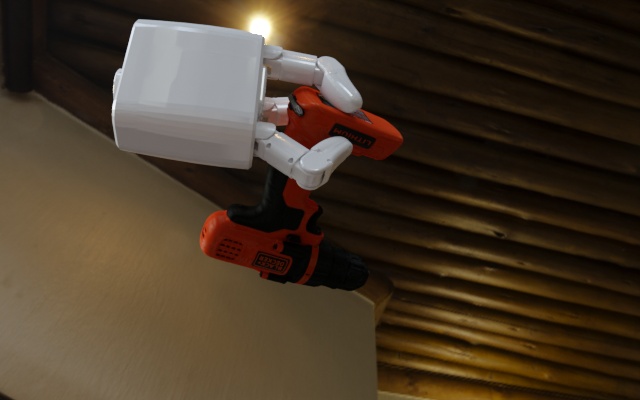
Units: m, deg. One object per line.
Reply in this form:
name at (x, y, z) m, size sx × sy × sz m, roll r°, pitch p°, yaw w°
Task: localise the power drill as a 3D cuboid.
power drill at (0.000, 0.001, 0.459) m, size 0.184 × 0.188 × 0.057 m, roll 18°, pitch 23°, yaw -25°
